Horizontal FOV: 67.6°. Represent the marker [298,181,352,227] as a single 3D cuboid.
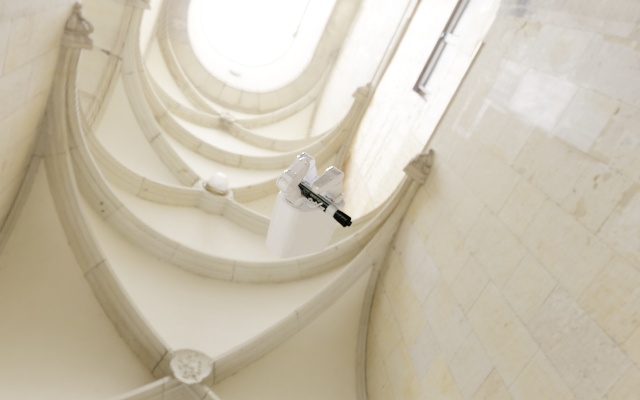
[{"bbox_3d":[0.000,0.002,0.722,0.121,0.020,0.020,37,18,25],"label":"marker"}]
